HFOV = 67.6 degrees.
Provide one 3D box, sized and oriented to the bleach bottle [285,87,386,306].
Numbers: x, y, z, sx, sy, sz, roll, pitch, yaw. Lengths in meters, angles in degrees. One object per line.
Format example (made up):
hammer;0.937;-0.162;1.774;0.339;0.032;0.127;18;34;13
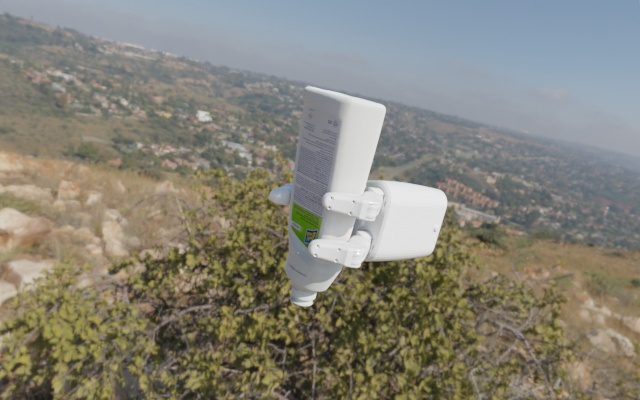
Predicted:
bleach bottle;0.000;0.002;0.561;0.068;0.251;0.102;2;18;-37
